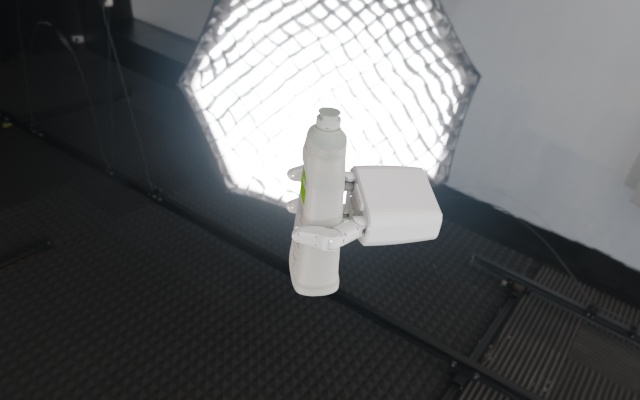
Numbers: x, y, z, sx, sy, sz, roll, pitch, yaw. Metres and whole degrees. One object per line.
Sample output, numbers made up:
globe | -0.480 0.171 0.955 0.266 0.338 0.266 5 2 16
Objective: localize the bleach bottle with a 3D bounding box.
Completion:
bleach bottle | 0.000 0.002 0.634 0.068 0.251 0.102 -1 34 -12
